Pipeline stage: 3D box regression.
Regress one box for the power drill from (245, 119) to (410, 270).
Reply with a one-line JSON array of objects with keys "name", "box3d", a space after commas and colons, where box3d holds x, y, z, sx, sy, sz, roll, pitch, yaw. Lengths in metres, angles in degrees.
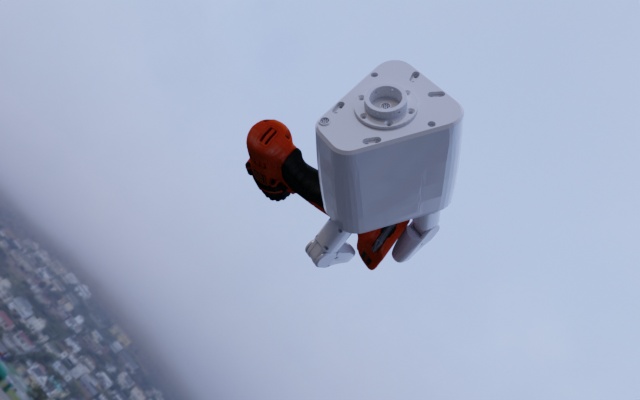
[{"name": "power drill", "box3d": [0.000, 0.002, 0.537, 0.187, 0.057, 0.184, 34, -12, 8]}]
